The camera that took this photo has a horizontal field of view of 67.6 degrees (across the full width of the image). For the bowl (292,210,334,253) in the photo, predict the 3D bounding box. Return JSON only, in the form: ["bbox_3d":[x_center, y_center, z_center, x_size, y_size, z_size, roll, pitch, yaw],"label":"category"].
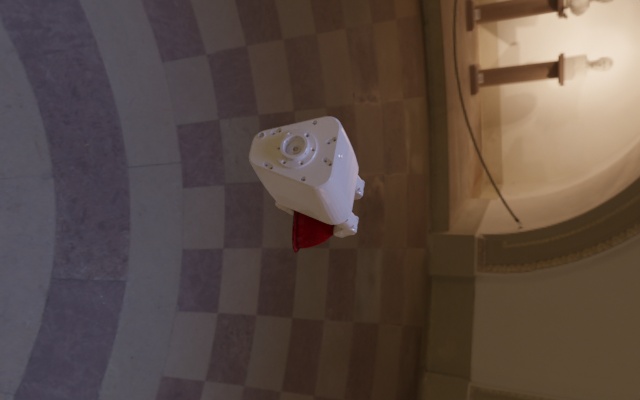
[{"bbox_3d":[0.001,0.003,0.716,0.055,0.162,0.162,9,1,5],"label":"bowl"}]
